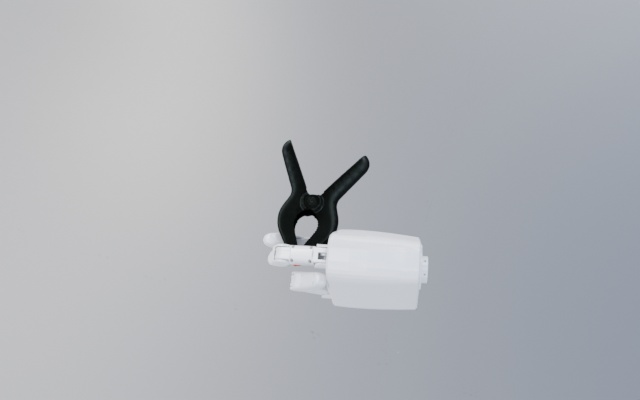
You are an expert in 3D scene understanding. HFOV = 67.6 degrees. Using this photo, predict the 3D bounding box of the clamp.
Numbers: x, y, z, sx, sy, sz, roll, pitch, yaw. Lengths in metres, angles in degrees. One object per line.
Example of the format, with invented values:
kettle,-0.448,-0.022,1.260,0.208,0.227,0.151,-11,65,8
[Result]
clamp,0.000,0.002,0.626,0.120,0.171,0.039,3,-17,11
